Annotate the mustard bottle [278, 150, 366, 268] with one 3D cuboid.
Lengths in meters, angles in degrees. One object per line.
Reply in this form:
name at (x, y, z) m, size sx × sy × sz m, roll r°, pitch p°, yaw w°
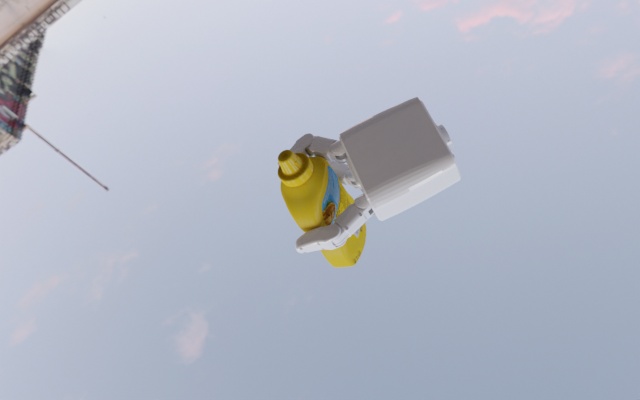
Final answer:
mustard bottle at (0.000, 0.002, 0.595) m, size 0.058 × 0.096 × 0.192 m, roll -7°, pitch -36°, yaw 24°
